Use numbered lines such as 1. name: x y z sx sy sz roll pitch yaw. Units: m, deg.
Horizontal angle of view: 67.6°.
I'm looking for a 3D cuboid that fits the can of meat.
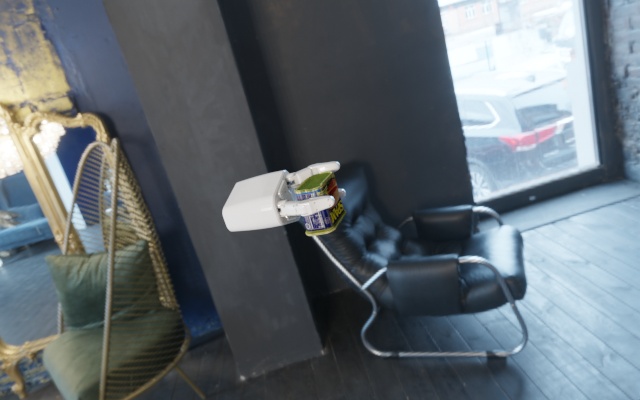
1. can of meat: 0.000 0.003 0.851 0.057 0.084 0.102 -10 18 23
